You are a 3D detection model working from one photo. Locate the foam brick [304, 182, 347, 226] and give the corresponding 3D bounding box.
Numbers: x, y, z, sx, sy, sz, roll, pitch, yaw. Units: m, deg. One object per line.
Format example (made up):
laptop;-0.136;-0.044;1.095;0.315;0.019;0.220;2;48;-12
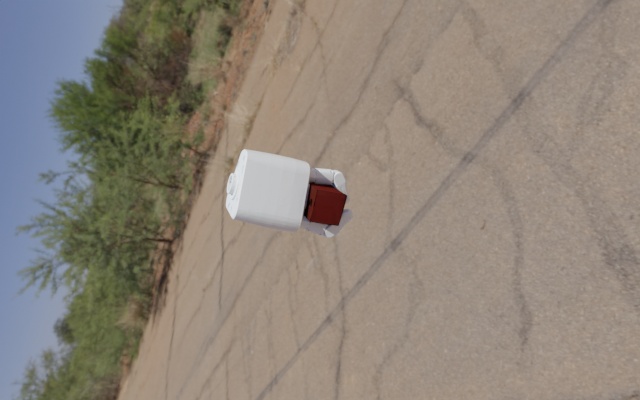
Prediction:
foam brick;0.000;0.002;0.764;0.051;0.053;0.078;10;11;-22
